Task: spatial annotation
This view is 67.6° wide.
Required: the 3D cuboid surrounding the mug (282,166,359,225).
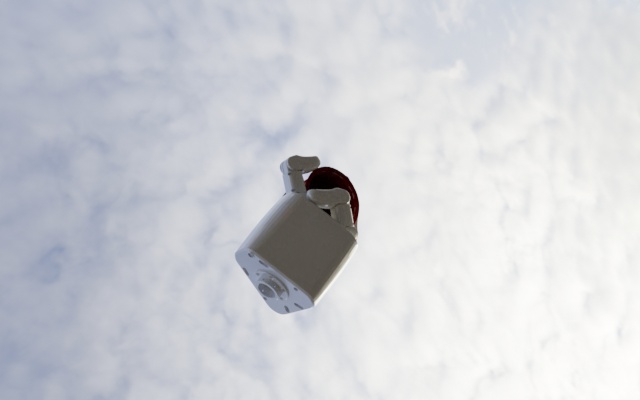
[{"bbox_3d":[0.001,0.001,0.684,0.081,0.093,0.117,-27,17,48],"label":"mug"}]
